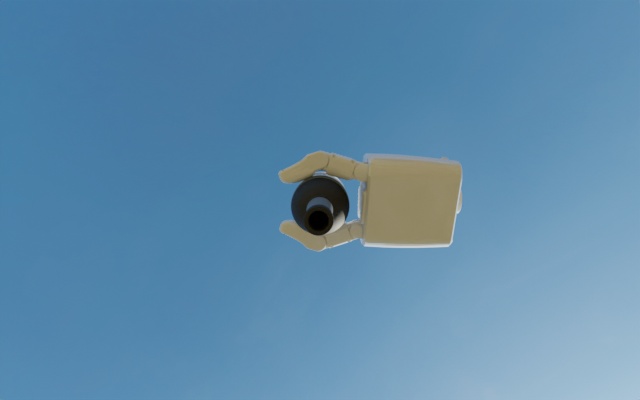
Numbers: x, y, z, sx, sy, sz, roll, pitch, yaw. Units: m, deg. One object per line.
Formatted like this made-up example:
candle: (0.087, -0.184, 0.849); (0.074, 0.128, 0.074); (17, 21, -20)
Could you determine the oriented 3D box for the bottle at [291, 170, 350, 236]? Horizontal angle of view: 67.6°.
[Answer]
bottle: (0.000, 0.002, 0.574); (0.069, 0.069, 0.295); (0, 6, 1)
